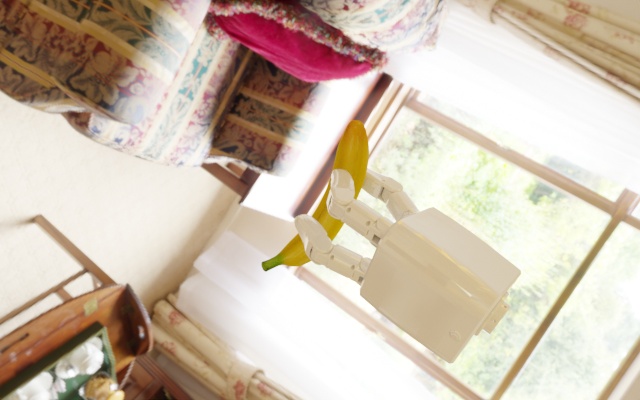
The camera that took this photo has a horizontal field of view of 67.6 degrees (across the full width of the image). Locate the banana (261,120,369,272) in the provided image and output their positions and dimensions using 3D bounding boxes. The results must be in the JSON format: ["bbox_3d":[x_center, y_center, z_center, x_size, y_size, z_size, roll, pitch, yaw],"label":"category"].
[{"bbox_3d":[0.009,0.005,0.524,0.037,0.198,0.069,41,20,28],"label":"banana"}]
